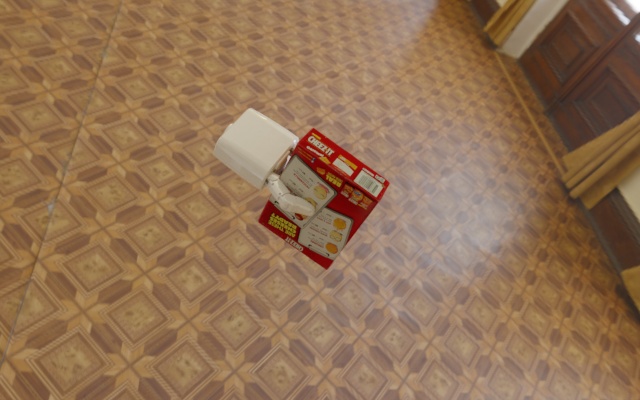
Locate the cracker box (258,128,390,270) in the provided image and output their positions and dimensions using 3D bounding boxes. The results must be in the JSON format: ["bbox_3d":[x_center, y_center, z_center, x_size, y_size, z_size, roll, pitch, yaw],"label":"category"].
[{"bbox_3d":[0.000,0.003,0.851,0.164,0.214,0.072,35,44,3],"label":"cracker box"}]
